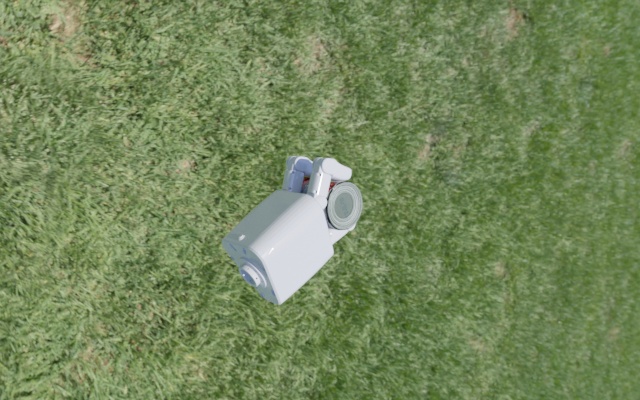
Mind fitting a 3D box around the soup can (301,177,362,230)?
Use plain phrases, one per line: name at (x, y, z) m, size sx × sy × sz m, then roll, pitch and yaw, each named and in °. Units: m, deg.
soup can at (0.001, 0.002, 0.672) m, size 0.068 × 0.068 × 0.102 m, roll 0°, pitch 6°, yaw -41°
